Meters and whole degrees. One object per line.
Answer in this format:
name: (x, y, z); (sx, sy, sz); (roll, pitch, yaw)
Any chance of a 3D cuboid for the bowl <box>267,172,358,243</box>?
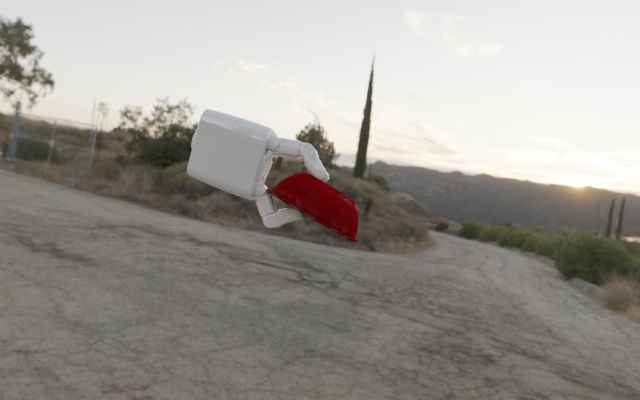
bowl: (0.001, 0.003, 0.732); (0.162, 0.055, 0.162); (31, -1, 0)
